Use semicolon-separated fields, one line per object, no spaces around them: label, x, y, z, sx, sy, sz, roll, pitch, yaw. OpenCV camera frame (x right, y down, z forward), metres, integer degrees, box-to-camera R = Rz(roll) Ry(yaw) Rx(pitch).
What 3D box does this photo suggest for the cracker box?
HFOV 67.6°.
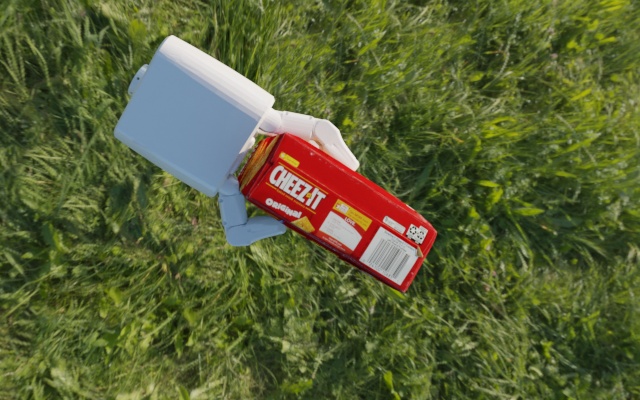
cracker box;0.000;0.002;0.495;0.164;0.072;0.213;32;-1;-13
